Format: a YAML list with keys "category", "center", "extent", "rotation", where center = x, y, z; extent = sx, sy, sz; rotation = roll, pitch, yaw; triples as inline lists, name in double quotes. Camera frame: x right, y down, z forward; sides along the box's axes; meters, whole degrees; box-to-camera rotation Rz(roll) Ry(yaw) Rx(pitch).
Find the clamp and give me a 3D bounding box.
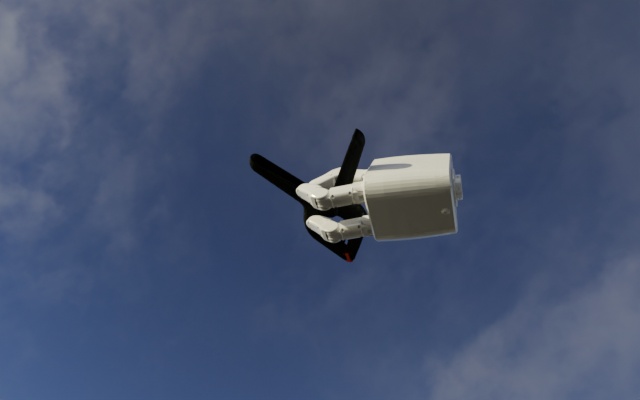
- category: "clamp"
  center: [0.001, 0.002, 0.674]
  extent: [0.164, 0.210, 0.036]
  rotation: [-4, 35, 19]
